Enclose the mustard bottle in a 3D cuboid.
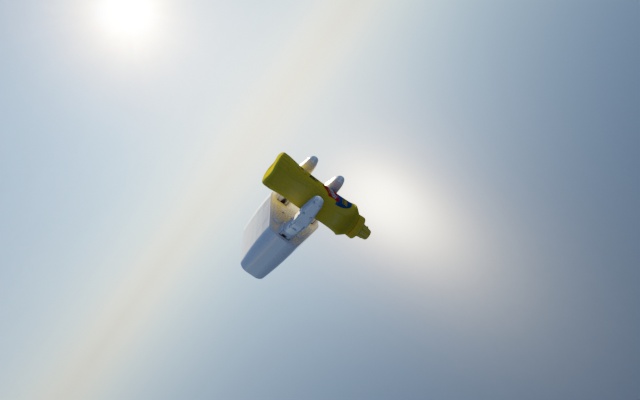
[{"bbox_3d":[0.000,0.002,0.752,0.191,0.058,0.096,36,9,-11],"label":"mustard bottle"}]
